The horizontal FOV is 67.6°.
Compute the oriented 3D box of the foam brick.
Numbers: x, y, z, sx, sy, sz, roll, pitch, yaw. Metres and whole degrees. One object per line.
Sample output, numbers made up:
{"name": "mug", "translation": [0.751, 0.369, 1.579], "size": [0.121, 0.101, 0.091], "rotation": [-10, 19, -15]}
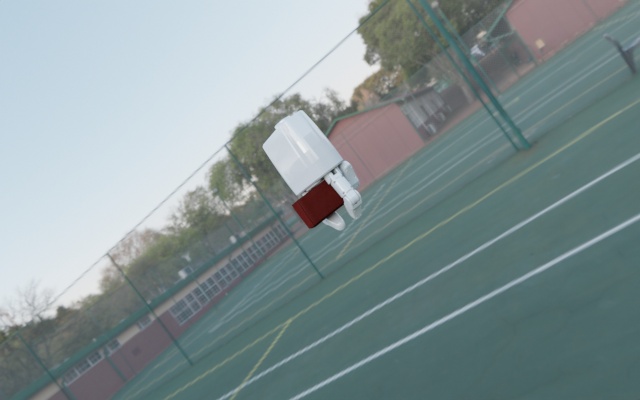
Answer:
{"name": "foam brick", "translation": [0.000, 0.003, 0.782], "size": [0.078, 0.051, 0.053], "rotation": [-38, 2, -16]}
